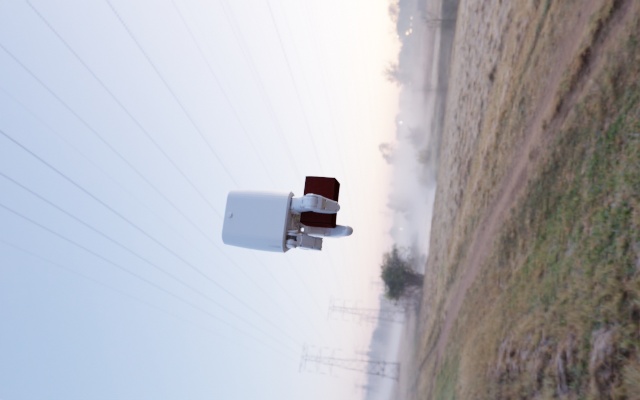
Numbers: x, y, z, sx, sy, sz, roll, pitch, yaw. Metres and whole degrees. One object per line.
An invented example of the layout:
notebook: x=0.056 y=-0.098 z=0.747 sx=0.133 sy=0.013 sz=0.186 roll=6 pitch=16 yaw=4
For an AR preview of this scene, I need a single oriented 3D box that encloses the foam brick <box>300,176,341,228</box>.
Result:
foam brick: x=0.000 y=0.002 z=0.777 sx=0.051 sy=0.078 sz=0.053 roll=4 pitch=-11 yaw=12
